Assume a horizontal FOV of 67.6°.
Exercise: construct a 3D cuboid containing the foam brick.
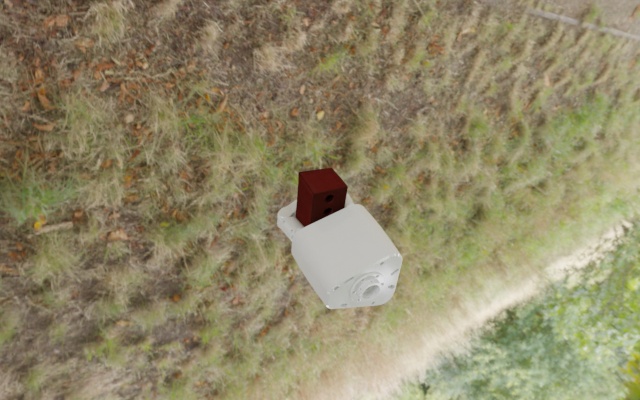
[{"bbox_3d":[0.000,0.002,0.662,0.053,0.078,0.051,-12,39,-23],"label":"foam brick"}]
